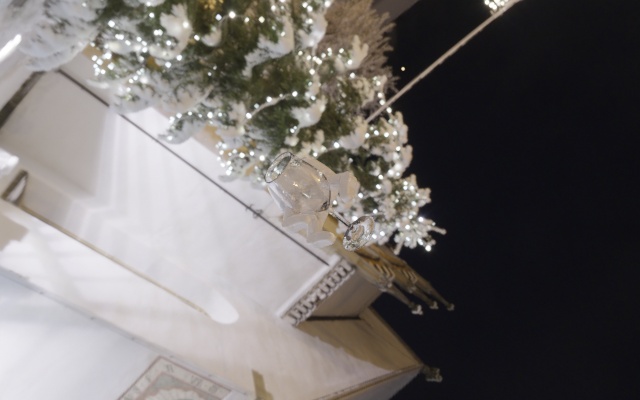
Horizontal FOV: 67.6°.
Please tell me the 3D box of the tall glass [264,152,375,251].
[{"bbox_3d":[0.001,0.003,0.798,0.201,0.079,0.079,39,-21,-28],"label":"tall glass"}]
